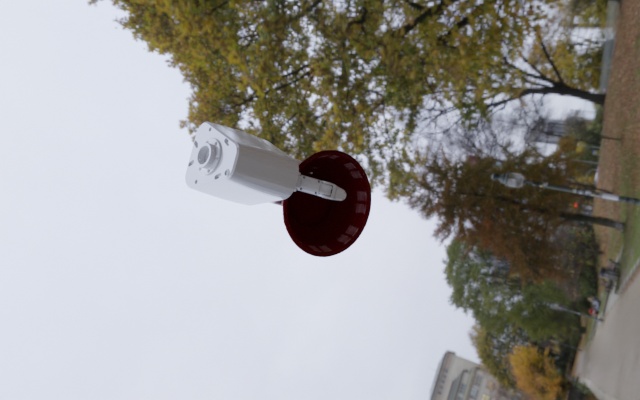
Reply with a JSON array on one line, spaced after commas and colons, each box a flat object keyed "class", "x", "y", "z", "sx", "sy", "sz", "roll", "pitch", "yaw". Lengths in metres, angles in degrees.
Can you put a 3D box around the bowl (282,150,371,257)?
[{"class": "bowl", "x": 0.001, "y": 0.003, "z": 0.734, "sx": 0.162, "sy": 0.162, "sz": 0.055, "roll": 0, "pitch": 7, "yaw": -34}]
